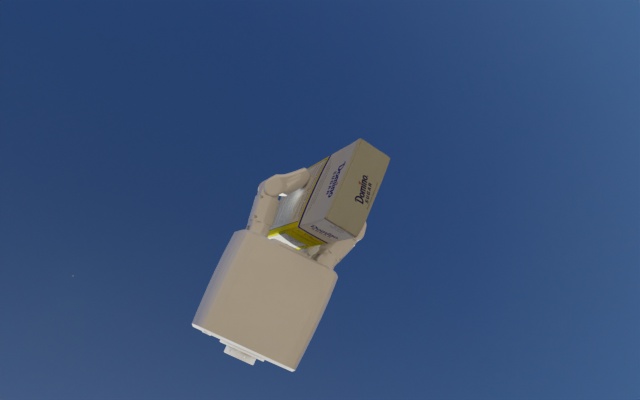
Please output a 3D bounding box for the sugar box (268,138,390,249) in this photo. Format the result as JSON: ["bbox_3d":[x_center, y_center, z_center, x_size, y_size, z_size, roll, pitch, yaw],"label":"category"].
[{"bbox_3d":[0.000,0.002,0.525,0.048,0.093,0.176,31,-21,-20],"label":"sugar box"}]
